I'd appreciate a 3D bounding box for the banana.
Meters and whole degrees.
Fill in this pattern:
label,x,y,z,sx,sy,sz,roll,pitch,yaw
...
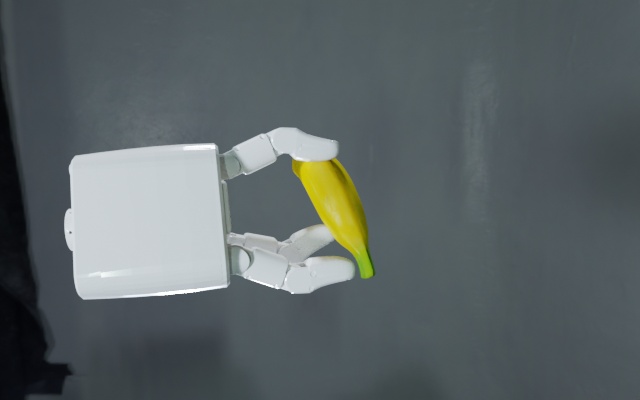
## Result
label,x,y,z,sx,sy,sz,roll,pitch,yaw
banana,0.001,-0.013,0.437,0.037,0.070,0.197,-9,32,-13
